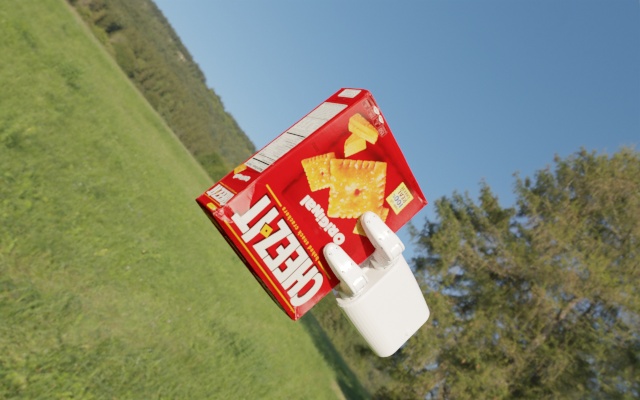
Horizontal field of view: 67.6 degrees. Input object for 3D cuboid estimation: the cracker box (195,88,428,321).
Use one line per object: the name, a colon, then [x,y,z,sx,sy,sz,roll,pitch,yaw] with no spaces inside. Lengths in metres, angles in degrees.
cracker box: [0.000,0.002,0.535,0.213,0.164,0.072,-40,28,-15]
